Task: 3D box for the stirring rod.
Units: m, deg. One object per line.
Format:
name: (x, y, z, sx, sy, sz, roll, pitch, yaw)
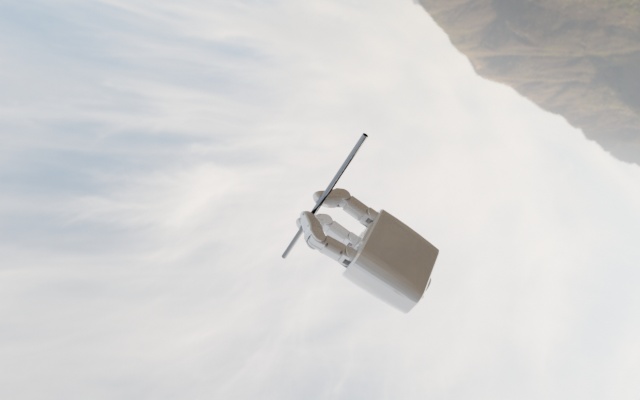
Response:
stirring rod: (0.000, 0.002, 0.658, 0.011, 0.011, 0.240, 0, -44, -40)
